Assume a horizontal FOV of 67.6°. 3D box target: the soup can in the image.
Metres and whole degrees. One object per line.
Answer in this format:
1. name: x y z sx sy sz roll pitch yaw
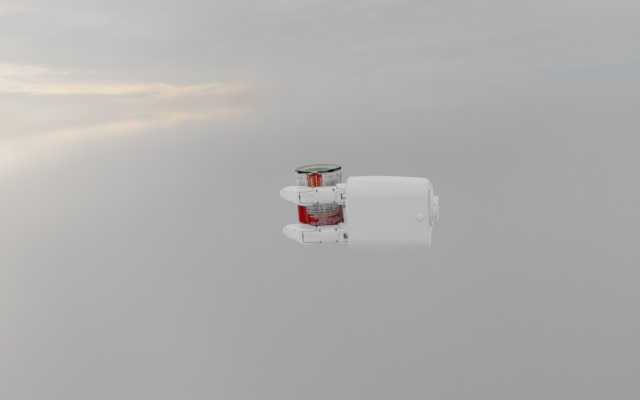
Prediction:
1. soup can: 0.000 0.002 0.688 0.068 0.102 0.068 -4 13 1
